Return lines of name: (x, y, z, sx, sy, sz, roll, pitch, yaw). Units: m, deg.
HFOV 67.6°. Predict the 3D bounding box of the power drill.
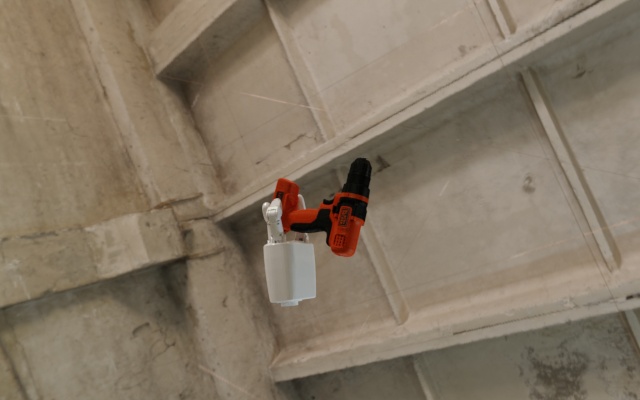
power drill: (0.000, 0.003, 0.894, 0.187, 0.184, 0.057, 7, -13, 32)
